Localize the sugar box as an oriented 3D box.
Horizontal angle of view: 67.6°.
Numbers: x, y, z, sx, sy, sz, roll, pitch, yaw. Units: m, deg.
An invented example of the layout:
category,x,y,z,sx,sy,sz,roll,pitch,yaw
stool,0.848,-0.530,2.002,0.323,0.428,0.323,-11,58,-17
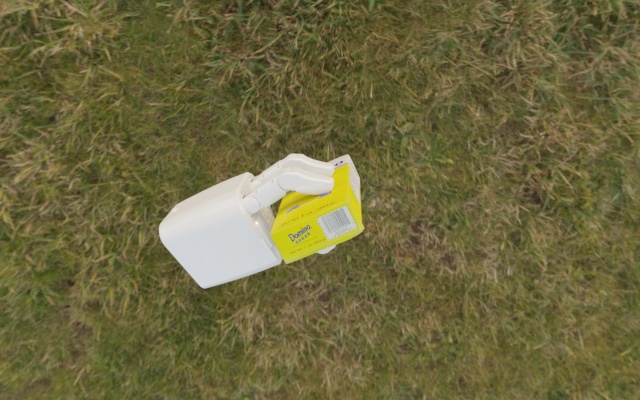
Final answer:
category,x,y,z,sx,sy,sz,roll,pitch,yaw
sugar box,0.000,0.001,0.569,0.093,0.048,0.176,-23,20,11
